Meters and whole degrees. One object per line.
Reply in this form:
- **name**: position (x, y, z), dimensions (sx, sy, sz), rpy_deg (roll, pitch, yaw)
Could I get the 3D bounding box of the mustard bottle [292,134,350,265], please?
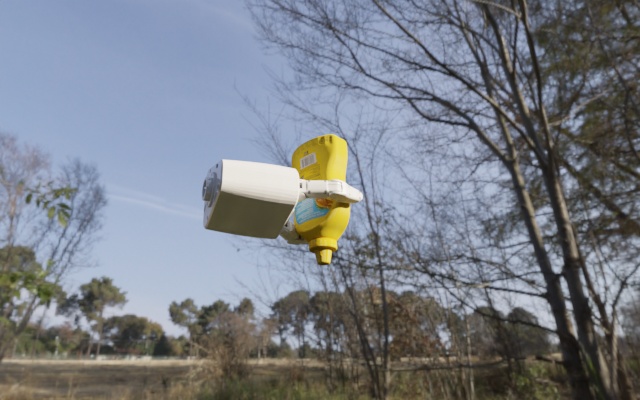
- **mustard bottle**: position (0.000, 0.002, 0.717), dimensions (0.096, 0.191, 0.058), rpy_deg (-21, -29, 37)
